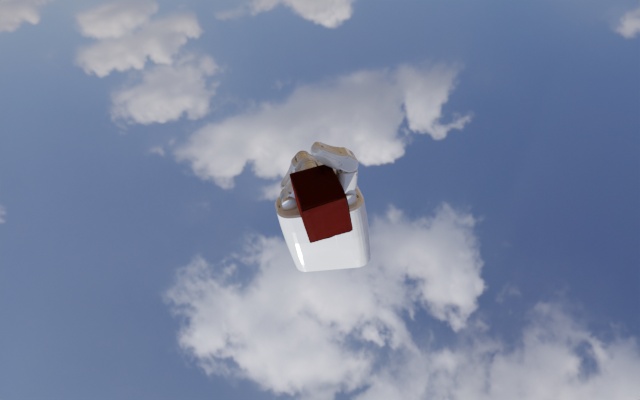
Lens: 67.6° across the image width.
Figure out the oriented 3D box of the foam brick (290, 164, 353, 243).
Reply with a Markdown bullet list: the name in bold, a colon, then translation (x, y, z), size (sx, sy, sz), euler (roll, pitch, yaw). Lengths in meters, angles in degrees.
- **foam brick**: translation (0.000, 0.002, 0.554), size (0.053, 0.051, 0.078), euler (-15, 36, -4)
